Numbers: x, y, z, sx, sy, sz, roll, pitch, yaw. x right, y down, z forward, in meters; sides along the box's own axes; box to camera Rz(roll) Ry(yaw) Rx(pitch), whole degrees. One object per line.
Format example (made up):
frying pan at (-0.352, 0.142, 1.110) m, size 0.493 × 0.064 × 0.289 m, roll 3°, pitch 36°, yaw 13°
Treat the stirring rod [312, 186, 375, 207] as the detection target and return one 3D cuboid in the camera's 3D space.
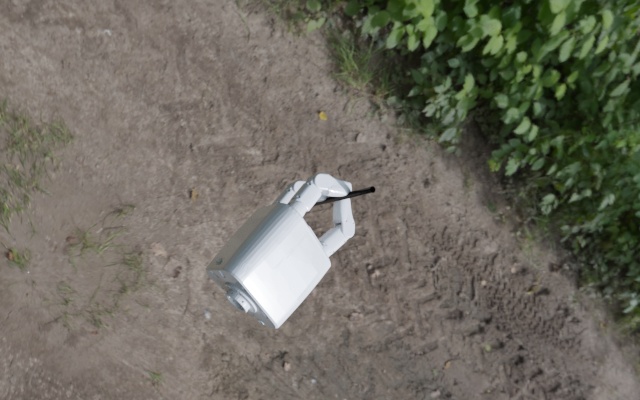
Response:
stirring rod at (0.000, 0.002, 0.671) m, size 0.011 × 0.011 × 0.239 m, roll 0°, pitch -7°, yaw -31°
